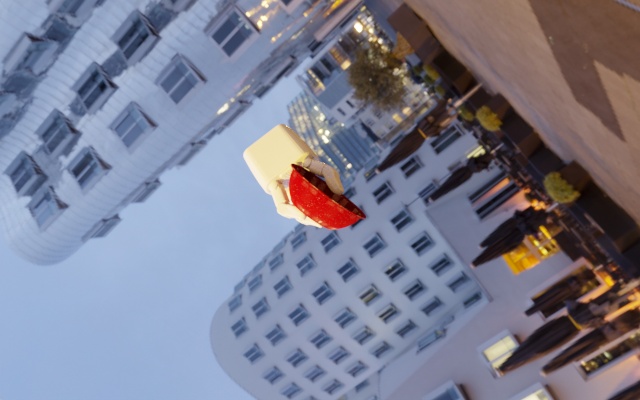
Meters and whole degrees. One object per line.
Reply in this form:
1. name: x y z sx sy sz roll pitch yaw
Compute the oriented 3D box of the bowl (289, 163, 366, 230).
1. bowl: 0.000 0.004 0.838 0.162 0.055 0.162 35 8 -5
